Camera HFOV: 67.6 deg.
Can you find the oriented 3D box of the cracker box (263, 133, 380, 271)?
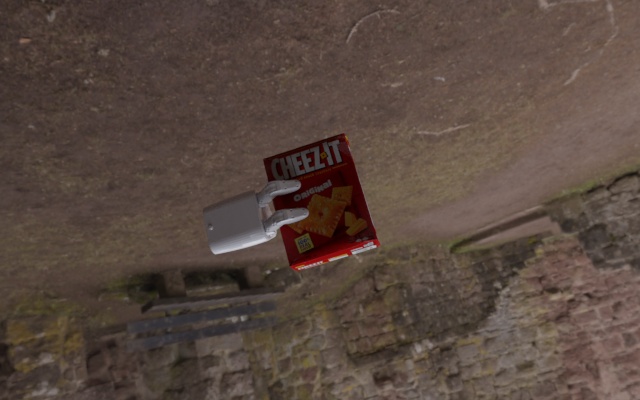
[{"bbox_3d":[0.000,0.003,0.877,0.164,0.213,0.072,-17,-16,5],"label":"cracker box"}]
